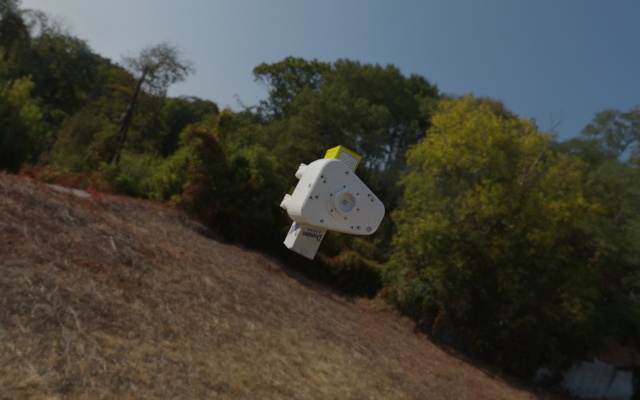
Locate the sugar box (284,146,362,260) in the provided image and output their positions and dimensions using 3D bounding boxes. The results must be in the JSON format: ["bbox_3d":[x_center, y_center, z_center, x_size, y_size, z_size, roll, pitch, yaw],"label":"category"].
[{"bbox_3d":[0.000,0.002,0.763,0.048,0.176,0.093,29,-5,-10],"label":"sugar box"}]
